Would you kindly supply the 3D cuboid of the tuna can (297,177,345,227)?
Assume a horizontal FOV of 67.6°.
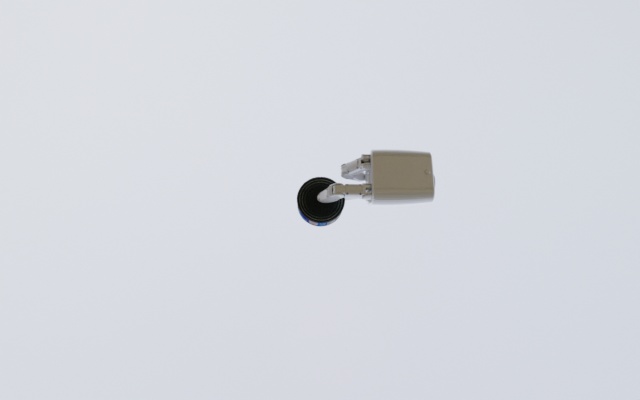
[{"bbox_3d":[0.000,0.003,0.857,0.086,0.086,0.034,0,-17,-3],"label":"tuna can"}]
